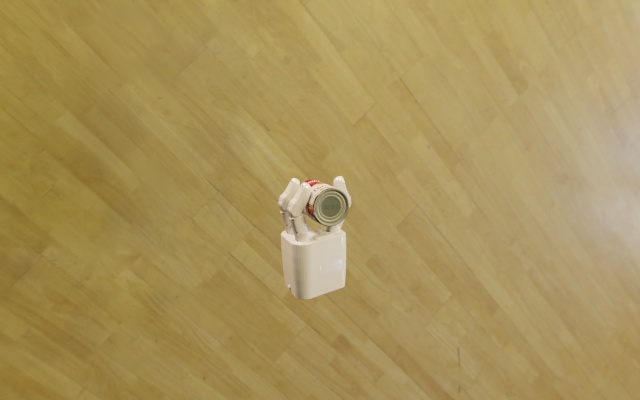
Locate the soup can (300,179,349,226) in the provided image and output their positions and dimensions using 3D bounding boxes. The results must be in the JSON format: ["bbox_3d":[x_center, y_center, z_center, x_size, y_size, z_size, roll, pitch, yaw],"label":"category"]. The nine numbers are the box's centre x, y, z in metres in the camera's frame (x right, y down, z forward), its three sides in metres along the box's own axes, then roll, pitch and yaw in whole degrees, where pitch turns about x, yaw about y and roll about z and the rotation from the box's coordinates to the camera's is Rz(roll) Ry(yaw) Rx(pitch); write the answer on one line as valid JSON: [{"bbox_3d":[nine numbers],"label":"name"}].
[{"bbox_3d":[0.000,0.002,0.845,0.068,0.068,0.102,0,11,-21],"label":"soup can"}]
